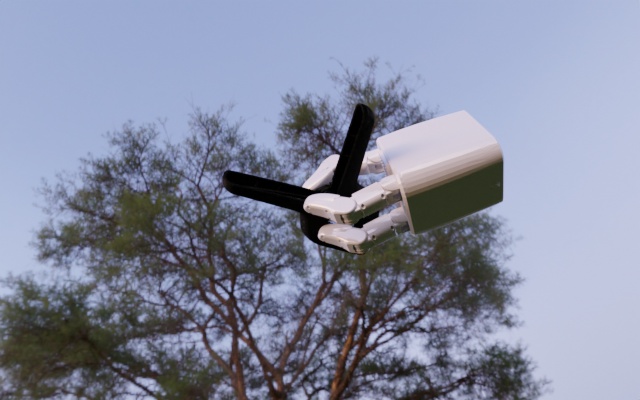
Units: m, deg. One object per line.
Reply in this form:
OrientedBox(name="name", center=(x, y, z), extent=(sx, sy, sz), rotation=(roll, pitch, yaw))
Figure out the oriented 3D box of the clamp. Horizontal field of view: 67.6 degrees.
OrientedBox(name="clamp", center=(0.000, 0.001, 0.535), extent=(0.164, 0.036, 0.210), rotation=(-20, -43, 4))
